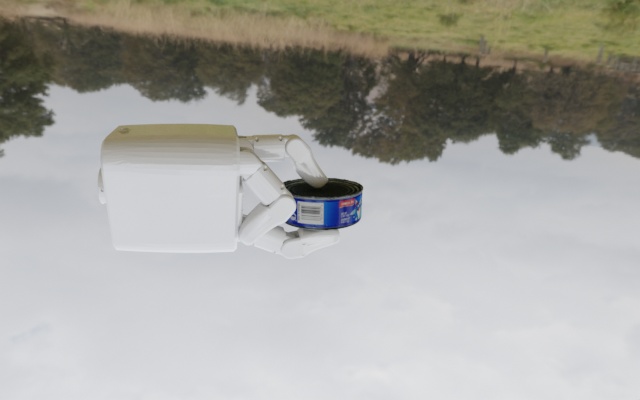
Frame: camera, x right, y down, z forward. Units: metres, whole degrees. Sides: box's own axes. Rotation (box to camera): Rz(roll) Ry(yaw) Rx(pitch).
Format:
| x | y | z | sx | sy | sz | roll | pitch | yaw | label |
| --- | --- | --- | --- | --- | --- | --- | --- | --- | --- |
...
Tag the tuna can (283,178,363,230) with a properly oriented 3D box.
| x | y | z | sx | sy | sz | roll | pitch | yaw | label |
| --- | --- | --- | --- | --- | --- | --- | --- | --- | --- |
| 0.000 | 0.002 | 0.484 | 0.086 | 0.034 | 0.086 | 1 | 15 | 0 | tuna can |
